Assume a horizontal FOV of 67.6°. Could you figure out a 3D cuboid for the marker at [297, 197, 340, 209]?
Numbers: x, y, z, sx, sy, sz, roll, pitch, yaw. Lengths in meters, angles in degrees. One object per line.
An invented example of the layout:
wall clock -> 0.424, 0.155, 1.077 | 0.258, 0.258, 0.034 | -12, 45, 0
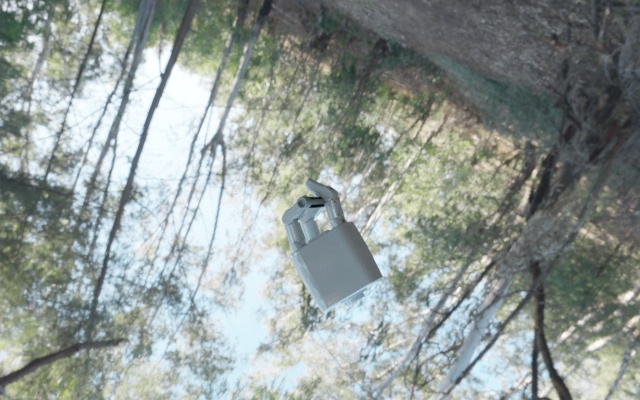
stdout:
marker -> 0.000, 0.003, 0.783 | 0.020, 0.020, 0.121 | 0, 1, 29
